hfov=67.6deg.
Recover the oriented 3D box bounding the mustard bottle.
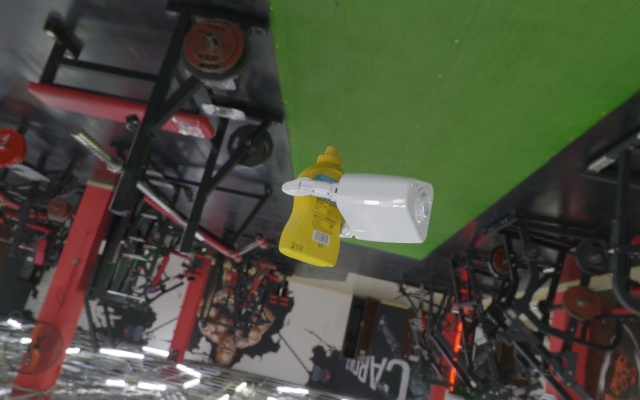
[{"bbox_3d":[0.000,0.003,0.761,0.096,0.191,0.058,23,-18,-31],"label":"mustard bottle"}]
